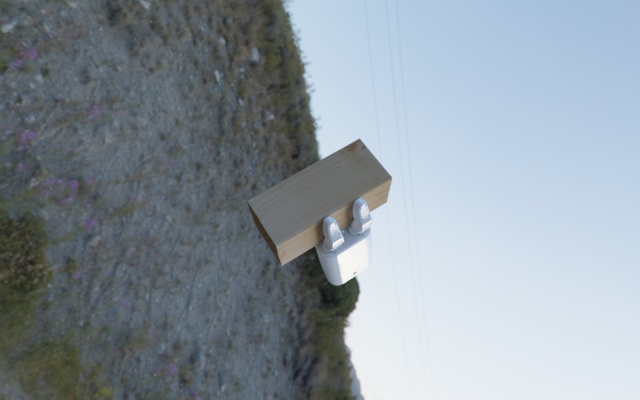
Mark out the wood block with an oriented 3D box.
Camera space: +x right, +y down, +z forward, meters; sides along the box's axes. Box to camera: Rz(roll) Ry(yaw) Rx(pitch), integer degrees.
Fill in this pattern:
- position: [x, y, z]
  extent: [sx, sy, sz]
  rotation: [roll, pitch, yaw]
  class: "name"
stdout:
- position: [0.000, 0.002, 0.758]
  extent: [0.206, 0.090, 0.090]
  rotation: [-30, -24, -13]
  class: "wood block"
